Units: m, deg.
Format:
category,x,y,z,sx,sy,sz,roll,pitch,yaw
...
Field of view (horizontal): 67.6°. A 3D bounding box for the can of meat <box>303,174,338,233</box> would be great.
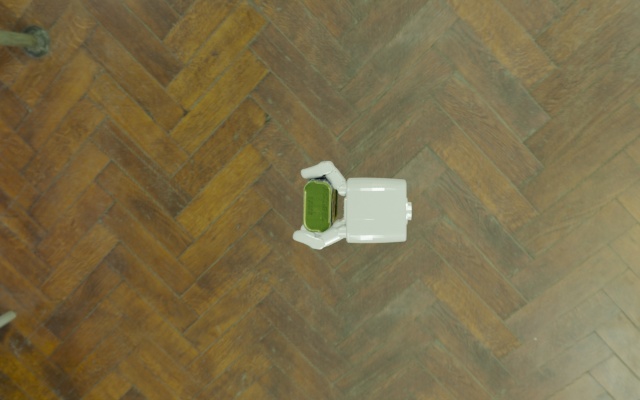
category,x,y,z,sx,sy,sz,roll,pitch,yaw
can of meat,0.000,0.003,0.895,0.057,0.102,0.084,3,14,8
